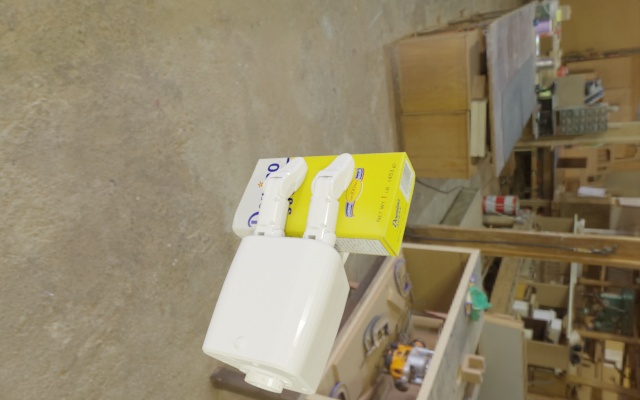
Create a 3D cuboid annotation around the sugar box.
[{"bbox_3d":[0.000,0.001,0.481,0.176,0.093,0.048,1,-32,30],"label":"sugar box"}]
